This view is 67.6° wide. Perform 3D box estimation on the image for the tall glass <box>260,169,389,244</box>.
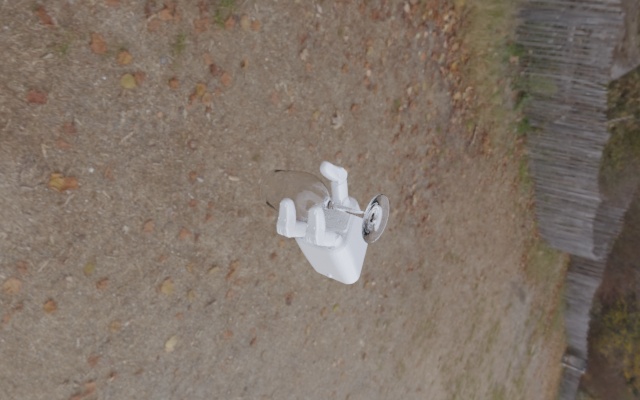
[{"bbox_3d":[0.001,0.002,0.737,0.201,0.079,0.079,17,9,32],"label":"tall glass"}]
